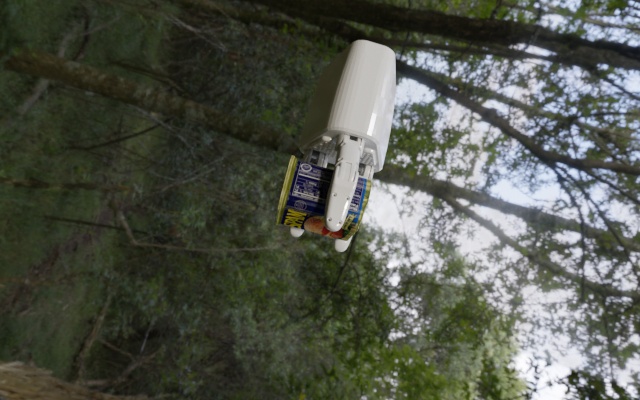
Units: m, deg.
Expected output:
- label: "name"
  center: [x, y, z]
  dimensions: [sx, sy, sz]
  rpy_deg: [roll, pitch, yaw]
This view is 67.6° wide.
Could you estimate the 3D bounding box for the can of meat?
- label: "can of meat"
  center: [0.000, 0.002, 0.501]
  dimensions: [0.084, 0.057, 0.102]
  rpy_deg: [15, -17, -4]
